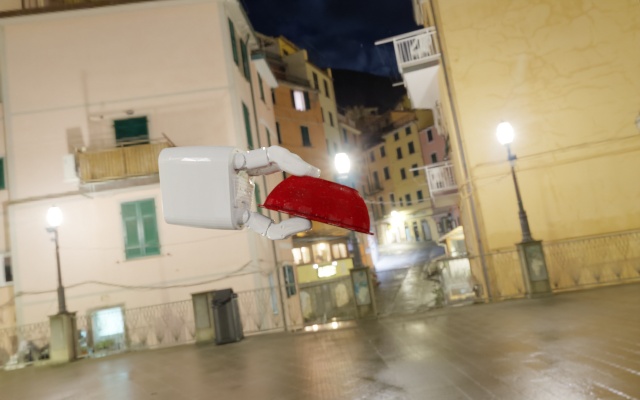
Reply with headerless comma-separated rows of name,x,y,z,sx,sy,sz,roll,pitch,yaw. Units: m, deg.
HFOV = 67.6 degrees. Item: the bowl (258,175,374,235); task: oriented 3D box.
bowl,0.002,0.002,0.644,0.162,0.055,0.162,15,-2,1
